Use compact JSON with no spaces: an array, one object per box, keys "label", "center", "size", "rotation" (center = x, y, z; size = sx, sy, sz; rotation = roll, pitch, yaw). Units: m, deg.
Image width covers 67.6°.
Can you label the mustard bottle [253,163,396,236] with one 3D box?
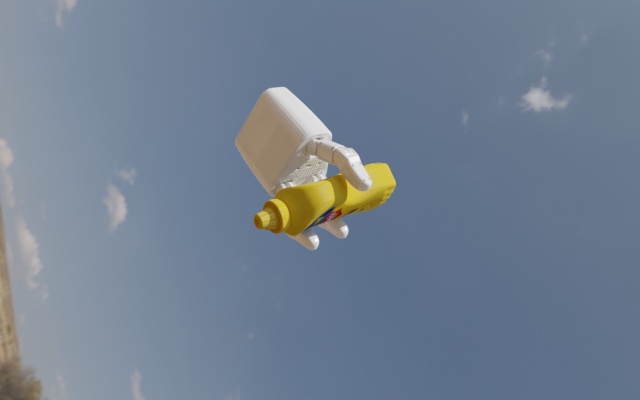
[{"label":"mustard bottle","center":[0.000,0.002,0.602],"size":[0.191,0.058,0.096],"rotation":[-17,-10,-38]}]
